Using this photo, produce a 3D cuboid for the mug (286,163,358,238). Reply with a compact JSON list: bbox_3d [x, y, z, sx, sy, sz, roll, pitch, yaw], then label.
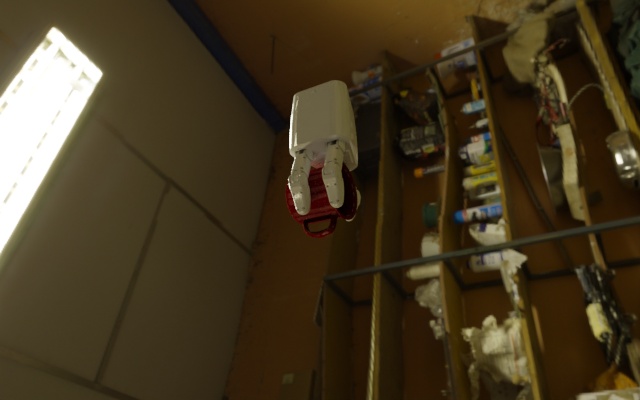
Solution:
[{"bbox_3d":[0.000,0.004,0.729,0.081,0.117,0.093,-13,-28,28],"label":"mug"}]
